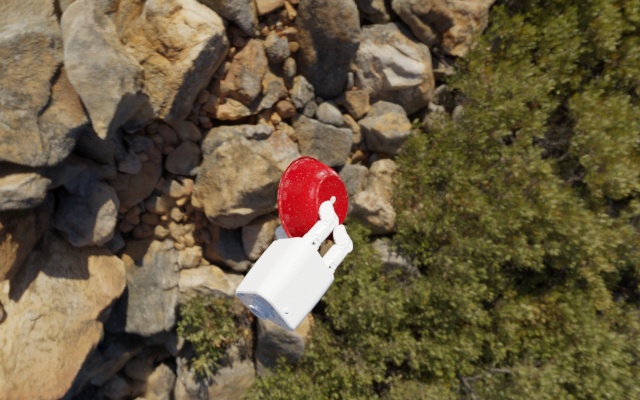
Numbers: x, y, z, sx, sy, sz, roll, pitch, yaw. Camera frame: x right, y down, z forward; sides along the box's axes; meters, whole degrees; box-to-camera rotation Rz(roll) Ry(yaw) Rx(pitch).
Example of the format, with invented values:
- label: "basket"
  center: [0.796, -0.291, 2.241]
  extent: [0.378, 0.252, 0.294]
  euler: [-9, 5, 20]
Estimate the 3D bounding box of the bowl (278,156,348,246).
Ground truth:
- label: "bowl"
  center: [0.001, 0.002, 0.815]
  extent: [0.055, 0.162, 0.162]
  euler: [-3, -2, 37]
